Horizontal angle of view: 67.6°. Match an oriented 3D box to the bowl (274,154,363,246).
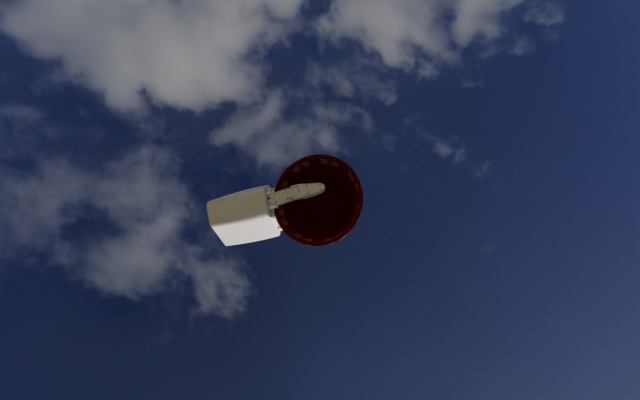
[{"bbox_3d":[0.002,0.003,0.847,0.162,0.162,0.055,0,-10,15],"label":"bowl"}]
